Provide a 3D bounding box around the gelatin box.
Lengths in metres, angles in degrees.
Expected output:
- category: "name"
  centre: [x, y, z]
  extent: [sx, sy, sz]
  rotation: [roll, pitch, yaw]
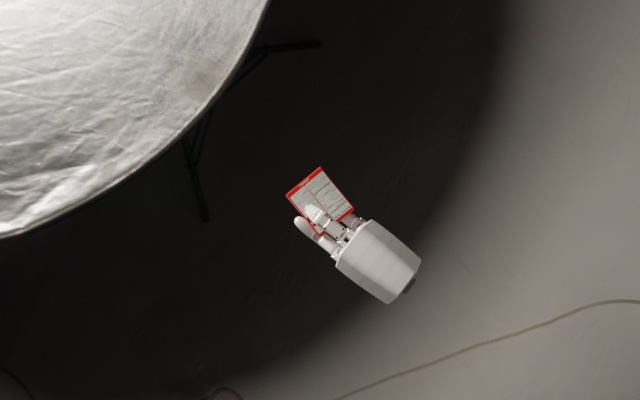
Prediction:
- category: "gelatin box"
  centre: [0.000, 0.002, 0.777]
  extent: [0.073, 0.089, 0.030]
  rotation: [-40, -5, 2]
